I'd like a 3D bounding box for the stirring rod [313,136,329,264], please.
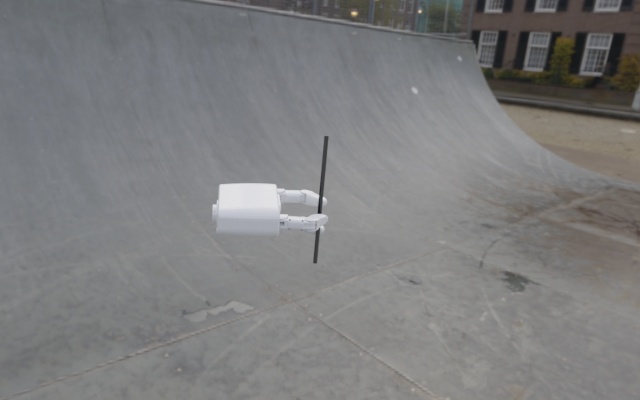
[{"bbox_3d":[0.000,0.003,0.870,0.011,0.239,0.011,5,16,-1],"label":"stirring rod"}]
